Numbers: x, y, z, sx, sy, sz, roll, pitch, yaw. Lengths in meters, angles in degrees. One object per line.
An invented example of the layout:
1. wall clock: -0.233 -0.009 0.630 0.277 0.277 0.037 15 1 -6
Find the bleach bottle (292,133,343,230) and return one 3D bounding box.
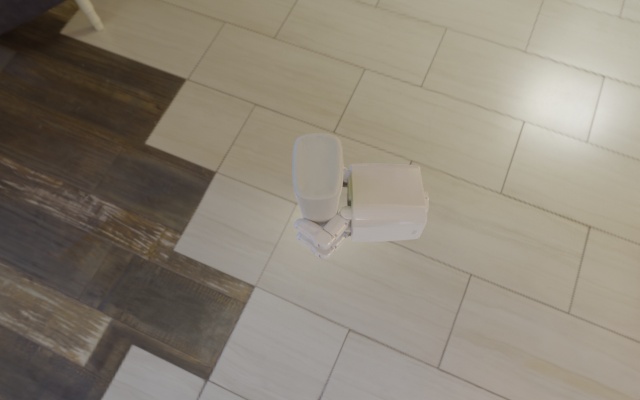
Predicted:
1. bleach bottle: 0.000 0.002 0.738 0.068 0.102 0.251 0 -22 2
